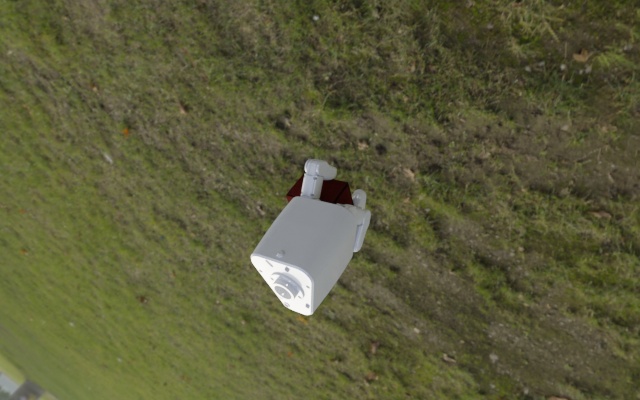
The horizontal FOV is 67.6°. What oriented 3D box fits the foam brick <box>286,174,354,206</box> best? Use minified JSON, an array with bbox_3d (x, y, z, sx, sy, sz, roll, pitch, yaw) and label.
[{"bbox_3d":[0.000,0.002,0.676,0.078,0.053,0.051,13,49,31],"label":"foam brick"}]
